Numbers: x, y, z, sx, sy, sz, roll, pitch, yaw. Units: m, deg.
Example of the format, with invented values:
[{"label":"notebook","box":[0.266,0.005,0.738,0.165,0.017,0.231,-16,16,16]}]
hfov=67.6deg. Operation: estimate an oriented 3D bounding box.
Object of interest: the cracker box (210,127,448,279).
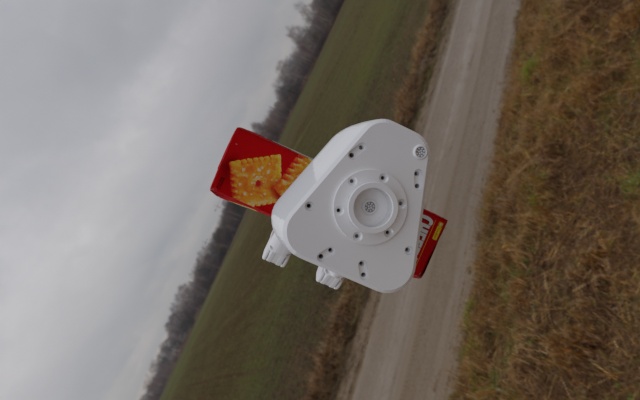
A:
[{"label":"cracker box","box":[0.000,0.001,0.509,0.214,0.072,0.164,24,0,-8]}]
